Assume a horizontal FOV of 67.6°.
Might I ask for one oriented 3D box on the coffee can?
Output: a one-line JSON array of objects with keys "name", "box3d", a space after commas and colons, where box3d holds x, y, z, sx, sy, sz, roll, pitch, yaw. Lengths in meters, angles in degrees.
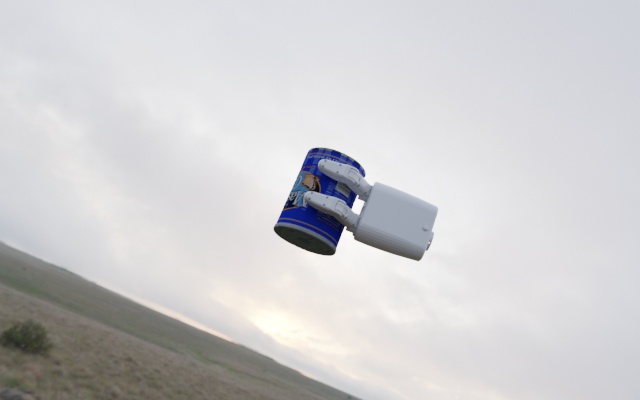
[{"name": "coffee can", "box3d": [0.000, 0.003, 0.751, 0.103, 0.140, 0.103, 20, -19, 7]}]
